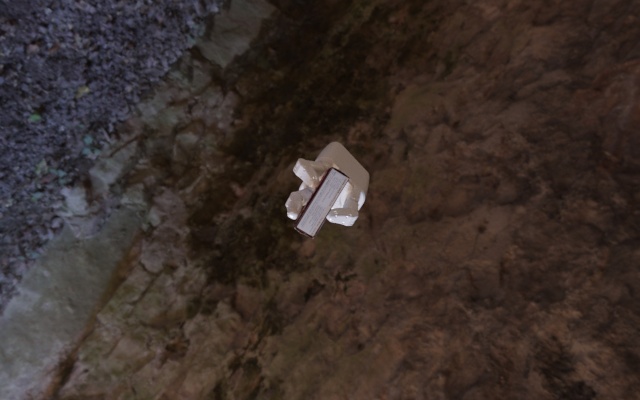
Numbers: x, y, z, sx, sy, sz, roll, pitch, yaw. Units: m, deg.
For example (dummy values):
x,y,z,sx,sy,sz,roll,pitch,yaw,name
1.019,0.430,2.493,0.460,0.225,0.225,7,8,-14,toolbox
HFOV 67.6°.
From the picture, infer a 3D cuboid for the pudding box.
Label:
x,y,z,sx,sy,sz,roll,pitch,yaw,name
0.000,0.003,0.763,0.039,0.113,0.090,29,-1,-3,pudding box
